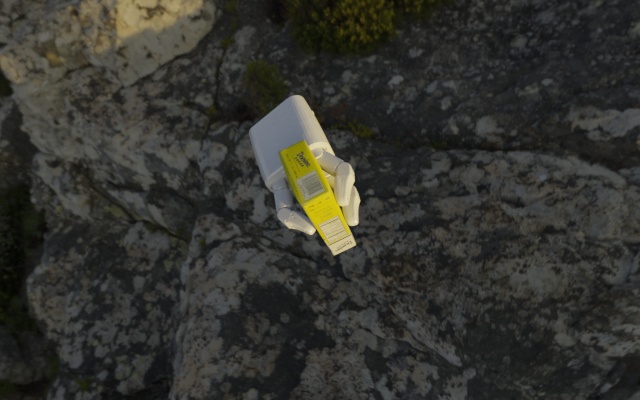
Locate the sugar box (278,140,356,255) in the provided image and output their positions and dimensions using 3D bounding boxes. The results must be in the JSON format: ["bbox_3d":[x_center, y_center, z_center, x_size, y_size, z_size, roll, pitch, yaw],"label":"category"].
[{"bbox_3d":[0.001,0.002,0.675,0.048,0.093,0.176,-27,-30,5],"label":"sugar box"}]
